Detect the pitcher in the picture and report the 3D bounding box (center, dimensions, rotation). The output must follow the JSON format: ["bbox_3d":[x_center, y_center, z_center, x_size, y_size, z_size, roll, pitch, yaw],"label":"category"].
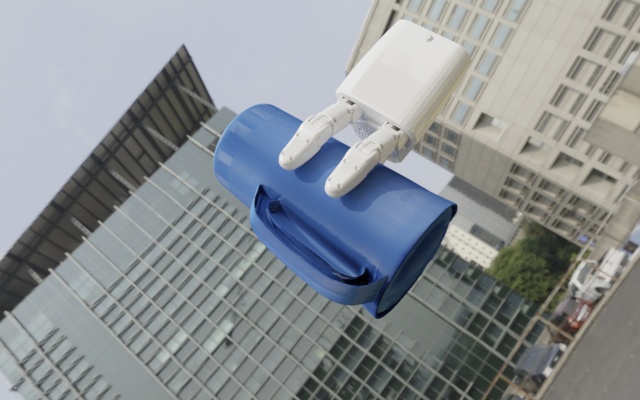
[{"bbox_3d":[0.000,0.001,0.488,0.242,0.145,0.149,34,-8,22],"label":"pitcher"}]
